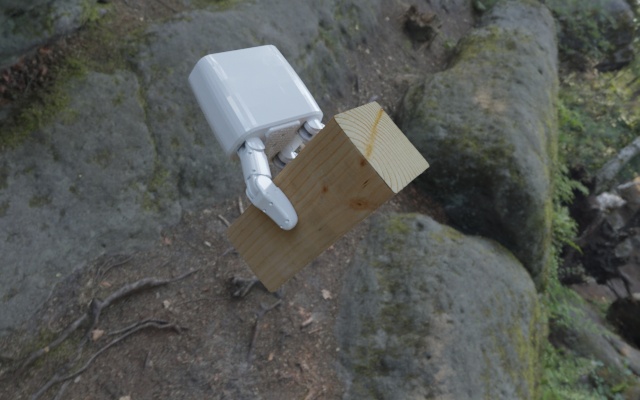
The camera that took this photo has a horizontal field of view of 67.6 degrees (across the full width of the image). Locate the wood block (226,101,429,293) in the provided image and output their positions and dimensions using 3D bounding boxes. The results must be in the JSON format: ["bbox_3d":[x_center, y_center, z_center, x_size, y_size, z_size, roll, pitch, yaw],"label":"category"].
[{"bbox_3d":[0.000,0.001,0.511,0.206,0.090,0.090,-43,-7,37],"label":"wood block"}]
